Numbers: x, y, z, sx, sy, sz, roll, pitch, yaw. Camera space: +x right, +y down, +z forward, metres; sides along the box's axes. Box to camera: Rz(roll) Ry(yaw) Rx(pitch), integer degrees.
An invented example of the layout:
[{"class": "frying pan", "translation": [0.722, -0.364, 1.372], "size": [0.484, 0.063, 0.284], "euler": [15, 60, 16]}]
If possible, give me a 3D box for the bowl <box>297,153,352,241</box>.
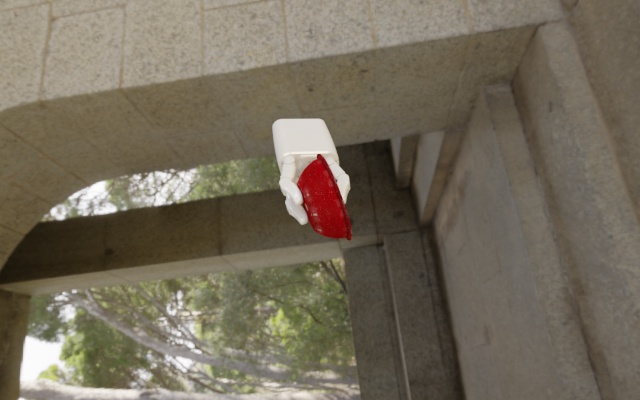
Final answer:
[{"class": "bowl", "translation": [0.000, 0.004, 0.828], "size": [0.055, 0.162, 0.162], "euler": [-20, 2, -7]}]
